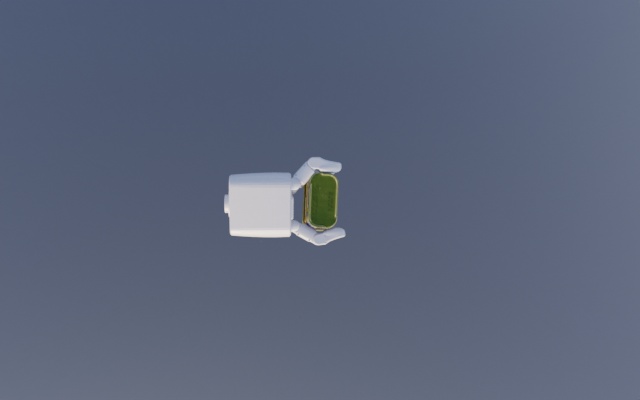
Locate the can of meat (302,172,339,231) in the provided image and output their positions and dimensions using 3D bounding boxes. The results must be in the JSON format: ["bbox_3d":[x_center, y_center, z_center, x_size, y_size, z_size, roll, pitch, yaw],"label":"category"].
[{"bbox_3d":[0.000,0.003,0.860,0.057,0.102,0.084,3,-5,-6],"label":"can of meat"}]
